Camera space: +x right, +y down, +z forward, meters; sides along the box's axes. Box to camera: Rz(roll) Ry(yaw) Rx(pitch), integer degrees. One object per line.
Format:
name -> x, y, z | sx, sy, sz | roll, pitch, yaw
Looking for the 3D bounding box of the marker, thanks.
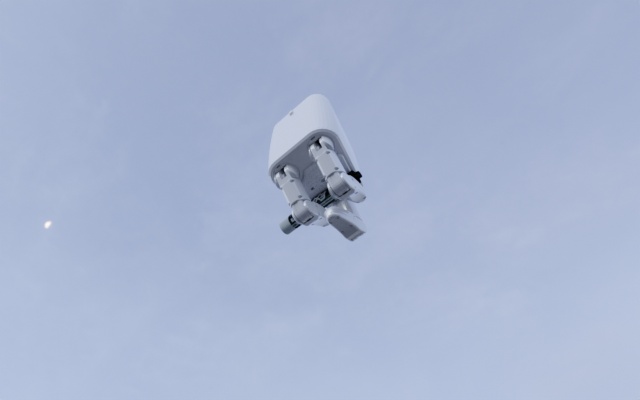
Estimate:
marker -> 0.000, 0.002, 0.574 | 0.121, 0.020, 0.020 | -36, -15, 21
